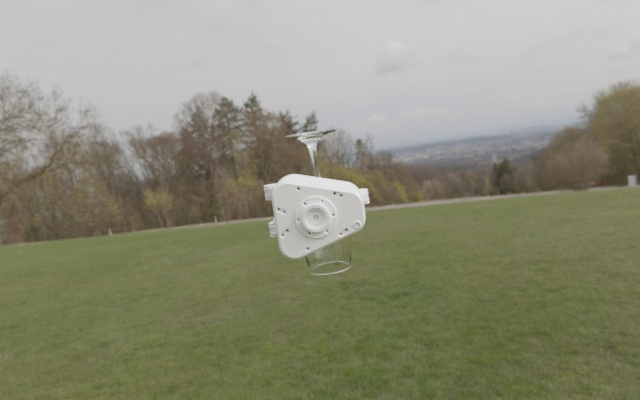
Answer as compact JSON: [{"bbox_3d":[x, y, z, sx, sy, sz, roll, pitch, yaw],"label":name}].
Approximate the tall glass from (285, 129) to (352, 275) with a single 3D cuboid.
[{"bbox_3d":[0.000,0.002,0.689,0.079,0.201,0.079,-9,6,1],"label":"tall glass"}]
